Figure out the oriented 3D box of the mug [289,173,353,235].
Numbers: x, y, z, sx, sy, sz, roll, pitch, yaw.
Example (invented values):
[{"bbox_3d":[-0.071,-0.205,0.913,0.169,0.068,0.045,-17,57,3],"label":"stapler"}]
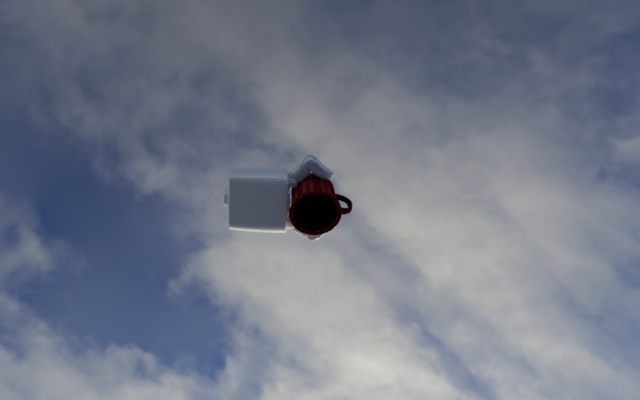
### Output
[{"bbox_3d":[0.002,0.003,0.867,0.117,0.093,0.081,2,31,-7],"label":"mug"}]
